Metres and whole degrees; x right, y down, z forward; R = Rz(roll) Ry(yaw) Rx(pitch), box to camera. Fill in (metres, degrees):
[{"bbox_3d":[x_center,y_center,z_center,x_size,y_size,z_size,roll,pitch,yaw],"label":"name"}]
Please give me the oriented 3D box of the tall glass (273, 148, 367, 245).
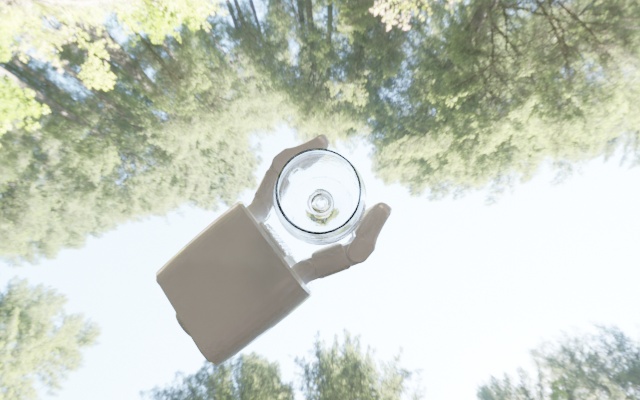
[{"bbox_3d":[0.000,0.001,0.437,0.079,0.079,0.201,0,-5,1],"label":"tall glass"}]
